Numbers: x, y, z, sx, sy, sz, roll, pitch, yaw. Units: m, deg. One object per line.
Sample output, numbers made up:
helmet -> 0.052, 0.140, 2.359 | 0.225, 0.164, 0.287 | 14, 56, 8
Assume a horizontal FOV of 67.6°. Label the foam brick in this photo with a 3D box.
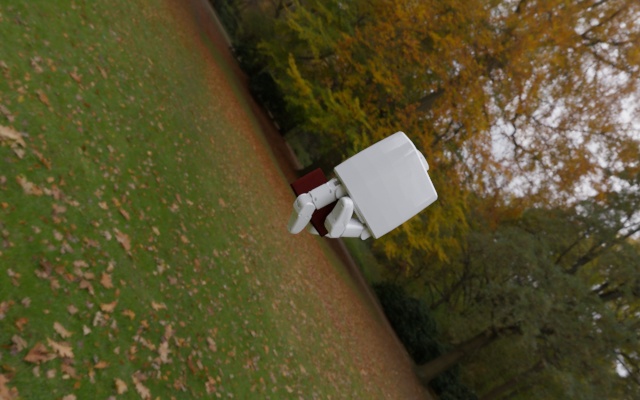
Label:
foam brick -> 0.000, 0.002, 0.688 | 0.051, 0.078, 0.053 | -32, -42, 2
